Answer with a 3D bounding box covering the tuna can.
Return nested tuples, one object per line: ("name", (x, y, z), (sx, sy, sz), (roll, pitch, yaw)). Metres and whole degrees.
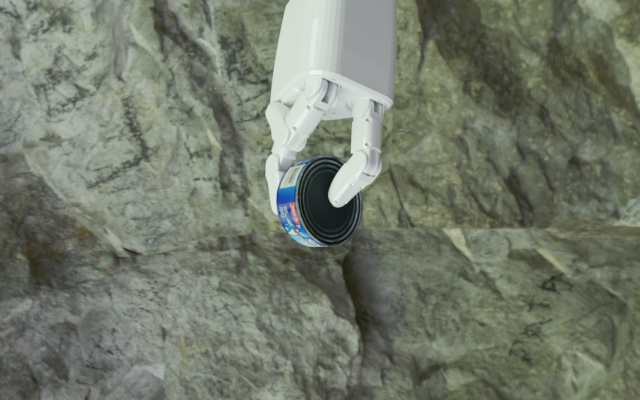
("tuna can", (0.000, 0.002, 0.454), (0.086, 0.086, 0.034), (0, -6, -43))
